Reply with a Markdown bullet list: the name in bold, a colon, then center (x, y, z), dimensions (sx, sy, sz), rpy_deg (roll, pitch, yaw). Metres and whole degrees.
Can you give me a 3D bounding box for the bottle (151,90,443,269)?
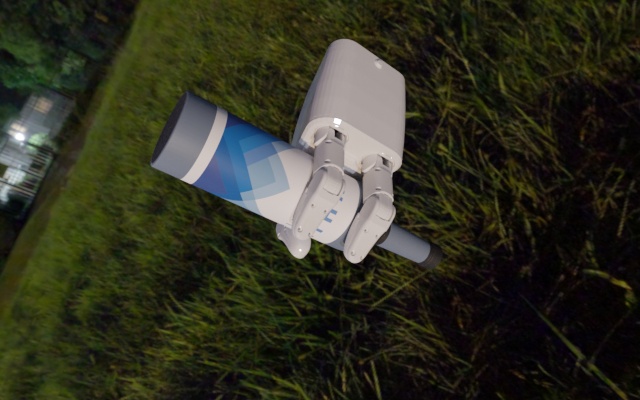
- **bottle**: center (0.000, 0.001, 0.438), dimensions (0.296, 0.069, 0.069), rpy_deg (26, -12, -26)
